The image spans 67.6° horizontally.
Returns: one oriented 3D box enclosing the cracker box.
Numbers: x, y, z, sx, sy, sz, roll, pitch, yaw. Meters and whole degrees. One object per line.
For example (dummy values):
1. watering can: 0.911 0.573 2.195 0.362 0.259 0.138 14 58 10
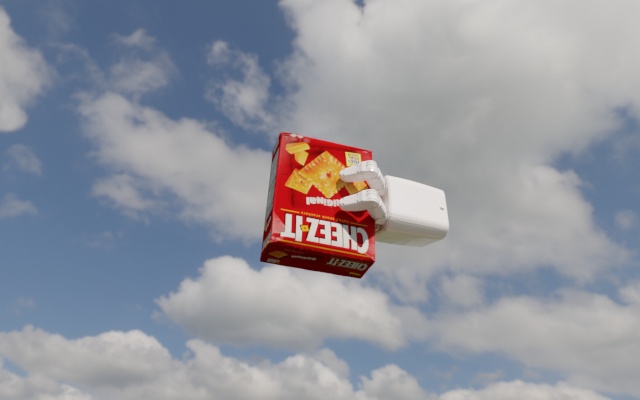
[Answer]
1. cracker box: 0.000 0.002 0.760 0.164 0.213 0.072 11 -35 -13
